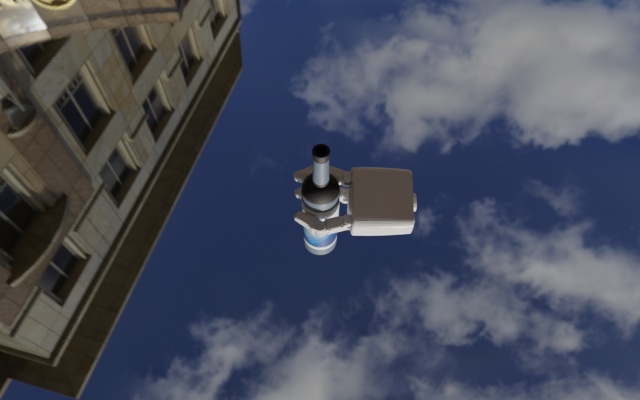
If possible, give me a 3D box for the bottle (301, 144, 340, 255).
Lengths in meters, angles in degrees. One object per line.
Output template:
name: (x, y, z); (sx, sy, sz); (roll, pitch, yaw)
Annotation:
bottle: (0.000, 0.003, 0.842); (0.069, 0.069, 0.296); (0, -32, 0)
